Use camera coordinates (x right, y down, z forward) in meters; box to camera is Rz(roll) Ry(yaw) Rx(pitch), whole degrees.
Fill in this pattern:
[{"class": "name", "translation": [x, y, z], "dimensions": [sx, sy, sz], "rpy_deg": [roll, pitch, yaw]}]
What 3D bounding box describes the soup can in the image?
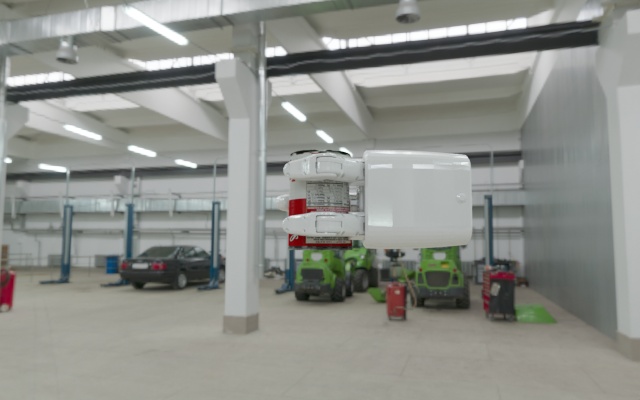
[{"class": "soup can", "translation": [0.000, 0.001, 0.506], "dimensions": [0.068, 0.102, 0.068], "rpy_deg": [0, -5, 0]}]
